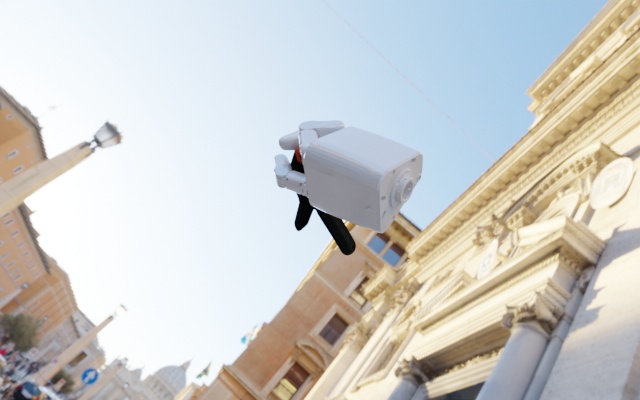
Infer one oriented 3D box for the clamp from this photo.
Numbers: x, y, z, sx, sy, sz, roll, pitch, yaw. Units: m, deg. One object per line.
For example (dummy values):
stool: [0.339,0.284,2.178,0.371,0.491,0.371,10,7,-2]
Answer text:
clamp: [0.000,0.002,0.679,0.120,0.172,0.039,24,51,31]
